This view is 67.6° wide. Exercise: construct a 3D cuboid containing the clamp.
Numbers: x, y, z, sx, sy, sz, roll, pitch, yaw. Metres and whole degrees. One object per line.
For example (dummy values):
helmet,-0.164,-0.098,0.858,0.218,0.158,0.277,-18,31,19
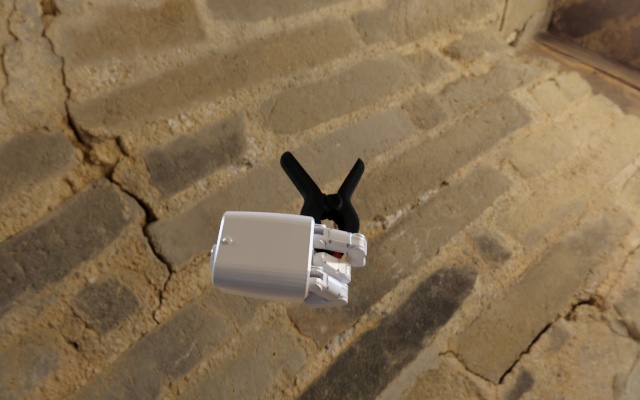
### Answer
clamp,0.000,0.003,0.630,0.120,0.171,0.039,8,-37,-5
